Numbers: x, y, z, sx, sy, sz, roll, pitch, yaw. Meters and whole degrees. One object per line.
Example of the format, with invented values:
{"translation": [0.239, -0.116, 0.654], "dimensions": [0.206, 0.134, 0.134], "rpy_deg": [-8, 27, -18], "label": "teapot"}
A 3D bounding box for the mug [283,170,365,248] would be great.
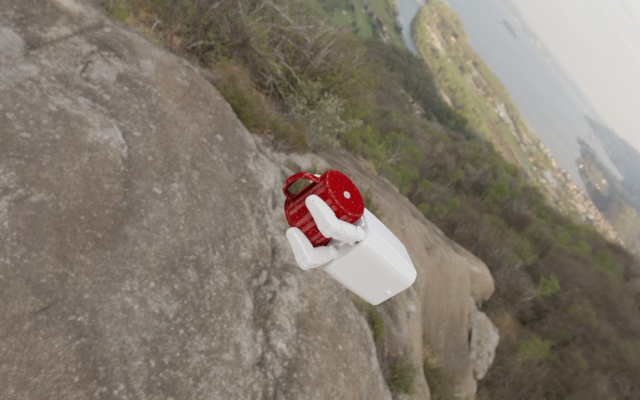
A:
{"translation": [-0.001, 0.001, 0.680], "dimensions": [0.081, 0.117, 0.093], "rpy_deg": [-37, 24, 30], "label": "mug"}
